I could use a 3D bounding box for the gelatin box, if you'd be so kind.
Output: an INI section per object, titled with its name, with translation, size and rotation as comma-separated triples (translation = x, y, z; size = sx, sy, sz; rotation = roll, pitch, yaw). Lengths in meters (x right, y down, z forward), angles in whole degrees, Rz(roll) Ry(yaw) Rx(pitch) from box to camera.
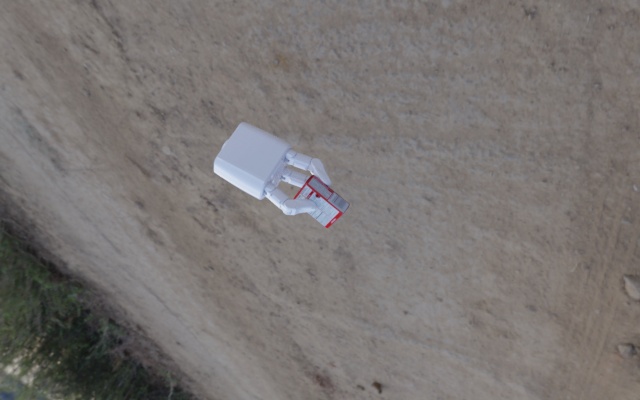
[gelatin box]
translation = 0.000, 0.003, 0.882
size = 0.089, 0.030, 0.073
rotation = 39, -35, -2
